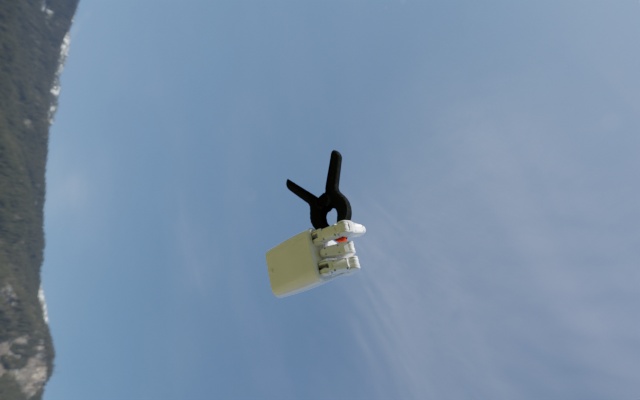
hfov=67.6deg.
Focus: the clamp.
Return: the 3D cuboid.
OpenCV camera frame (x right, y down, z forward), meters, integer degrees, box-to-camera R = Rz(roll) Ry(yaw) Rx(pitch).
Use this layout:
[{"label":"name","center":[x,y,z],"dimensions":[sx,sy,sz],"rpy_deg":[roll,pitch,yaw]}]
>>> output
[{"label":"clamp","center":[0.001,0.003,0.866],"dimensions":[0.120,0.171,0.039],"rpy_deg":[-26,-29,27]}]
